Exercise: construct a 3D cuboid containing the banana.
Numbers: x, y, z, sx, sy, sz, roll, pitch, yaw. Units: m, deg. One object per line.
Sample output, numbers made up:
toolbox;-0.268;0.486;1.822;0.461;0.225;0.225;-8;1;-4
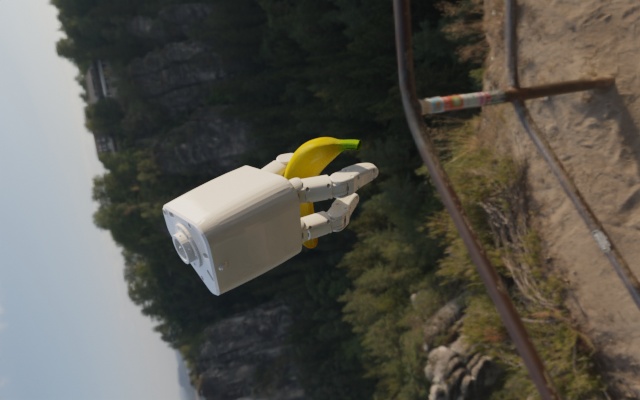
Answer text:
banana;-0.014;-0.010;0.572;0.069;0.198;0.037;33;50;9
